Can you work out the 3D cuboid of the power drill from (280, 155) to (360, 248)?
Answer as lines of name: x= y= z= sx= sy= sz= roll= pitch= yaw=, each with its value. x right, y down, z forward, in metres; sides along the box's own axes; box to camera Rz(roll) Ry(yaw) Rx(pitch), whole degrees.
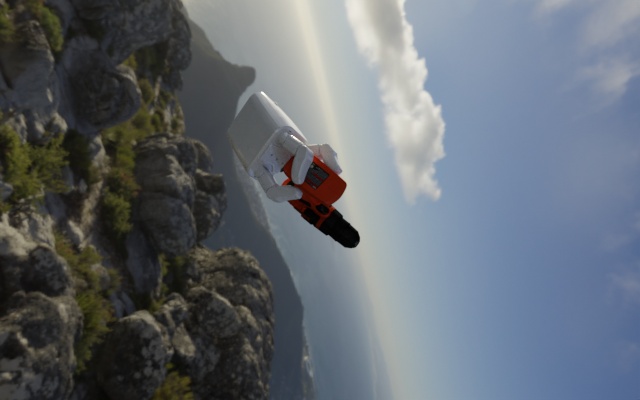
power drill: x=0.000 y=0.002 z=0.835 sx=0.184 sy=0.057 sz=0.188 roll=38 pitch=-18 yaw=11
